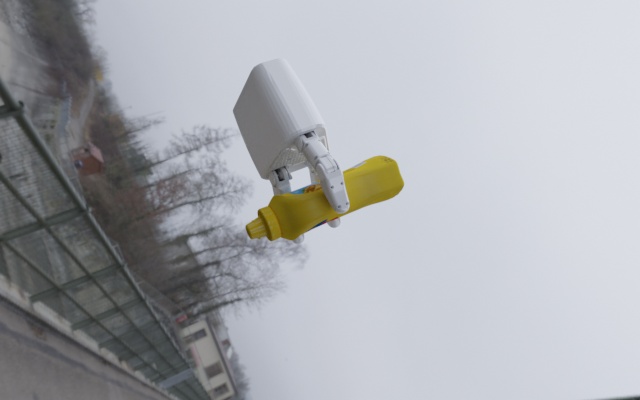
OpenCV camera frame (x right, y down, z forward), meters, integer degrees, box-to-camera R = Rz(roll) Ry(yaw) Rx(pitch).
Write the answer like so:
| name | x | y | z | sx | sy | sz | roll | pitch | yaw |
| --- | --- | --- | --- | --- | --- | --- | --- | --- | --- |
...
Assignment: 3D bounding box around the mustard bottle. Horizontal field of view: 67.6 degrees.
| name | x | y | z | sx | sy | sz | roll | pitch | yaw |
| --- | --- | --- | --- | --- | --- | --- | --- | --- | --- |
| mustard bottle | 0.000 | 0.002 | 0.580 | 0.191 | 0.058 | 0.096 | -22 | 6 | -19 |
